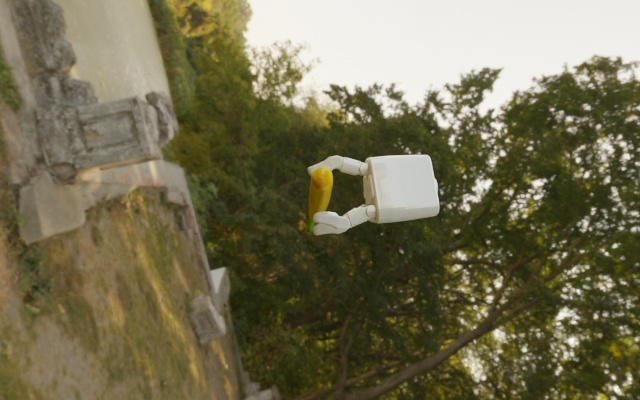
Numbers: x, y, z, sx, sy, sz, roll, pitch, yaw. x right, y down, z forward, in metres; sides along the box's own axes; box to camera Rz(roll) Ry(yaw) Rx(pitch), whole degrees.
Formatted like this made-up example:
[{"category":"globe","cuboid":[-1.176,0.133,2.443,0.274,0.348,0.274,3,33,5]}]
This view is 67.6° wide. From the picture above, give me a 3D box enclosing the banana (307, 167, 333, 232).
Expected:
[{"category":"banana","cuboid":[0.001,-0.013,0.784,0.037,0.069,0.198,3,-25,-2]}]
